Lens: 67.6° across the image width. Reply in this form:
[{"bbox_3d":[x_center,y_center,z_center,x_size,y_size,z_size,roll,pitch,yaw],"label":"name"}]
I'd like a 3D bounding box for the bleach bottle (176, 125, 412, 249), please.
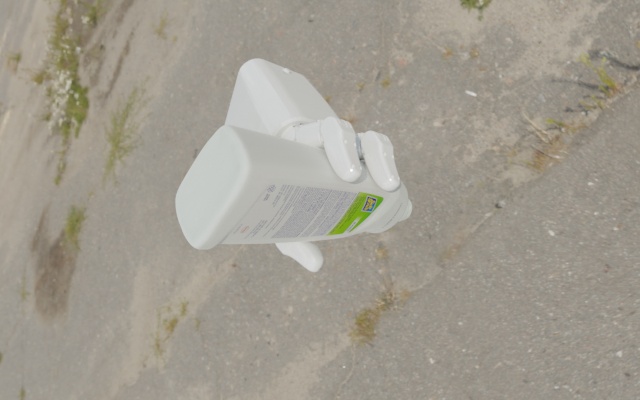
[{"bbox_3d":[0.000,0.001,0.455,0.251,0.068,0.103,9,-50,-45],"label":"bleach bottle"}]
